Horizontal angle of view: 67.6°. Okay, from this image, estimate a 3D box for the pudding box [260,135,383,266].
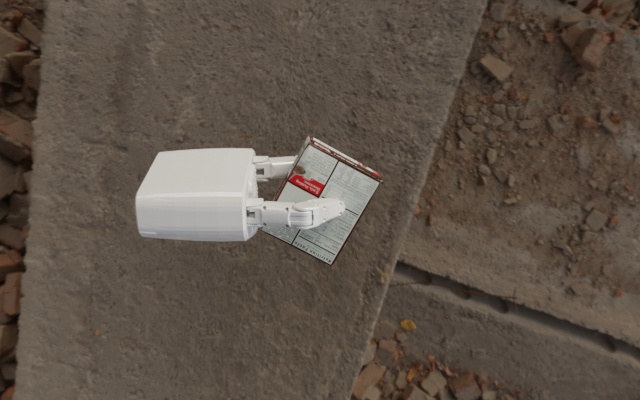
[{"bbox_3d":[0.000,0.002,0.511,0.090,0.113,0.039,28,16,-8],"label":"pudding box"}]
